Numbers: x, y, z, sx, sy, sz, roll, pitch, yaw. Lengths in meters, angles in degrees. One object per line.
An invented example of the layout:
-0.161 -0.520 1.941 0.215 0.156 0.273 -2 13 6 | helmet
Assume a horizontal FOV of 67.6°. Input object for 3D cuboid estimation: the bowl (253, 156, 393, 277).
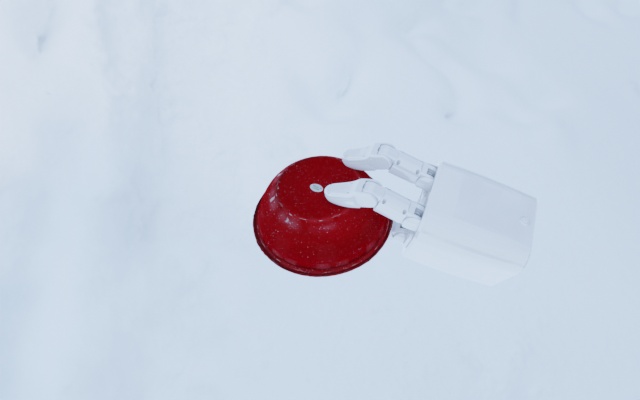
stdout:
-0.001 0.001 0.530 0.162 0.162 0.055 0 -39 6 | bowl
